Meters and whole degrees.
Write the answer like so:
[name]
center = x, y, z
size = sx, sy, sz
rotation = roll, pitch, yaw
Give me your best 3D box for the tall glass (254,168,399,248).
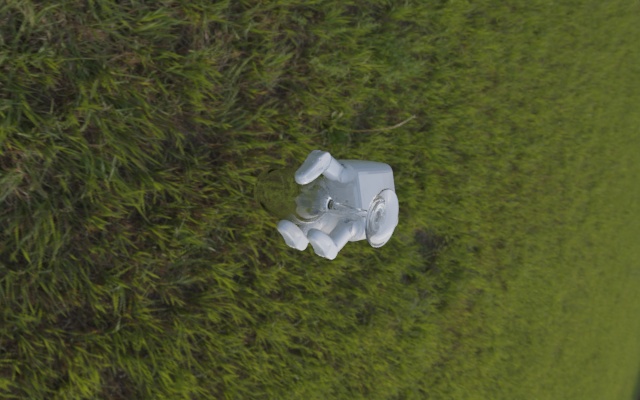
[tall glass]
center = 0.001, 0.002, 0.644
size = 0.201, 0.079, 0.079
rotation = 14, 9, 37
